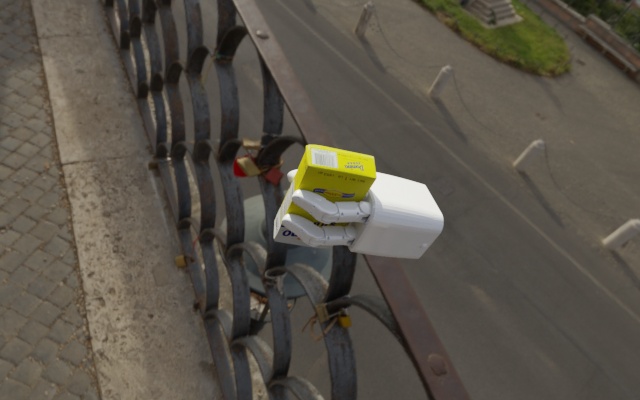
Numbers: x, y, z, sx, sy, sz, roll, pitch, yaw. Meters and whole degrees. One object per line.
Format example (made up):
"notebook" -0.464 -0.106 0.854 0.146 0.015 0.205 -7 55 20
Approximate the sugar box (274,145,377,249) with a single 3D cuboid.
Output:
"sugar box" 0.000 0.003 0.661 0.093 0.048 0.176 10 -42 -15
